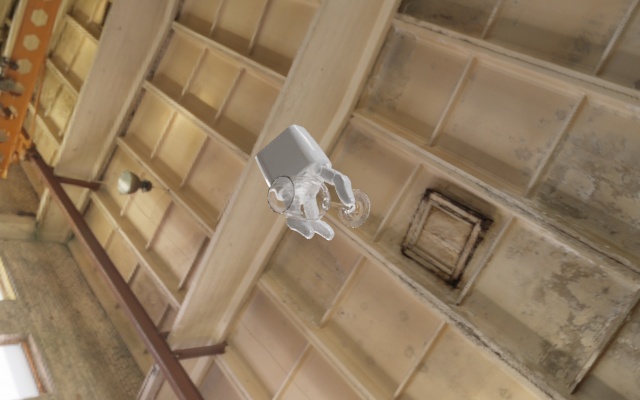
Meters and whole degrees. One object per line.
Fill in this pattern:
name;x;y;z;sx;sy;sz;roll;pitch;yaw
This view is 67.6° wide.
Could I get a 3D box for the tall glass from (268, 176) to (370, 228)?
tall glass;0.001;0.003;0.840;0.079;0.079;0.201;0;-7;40
